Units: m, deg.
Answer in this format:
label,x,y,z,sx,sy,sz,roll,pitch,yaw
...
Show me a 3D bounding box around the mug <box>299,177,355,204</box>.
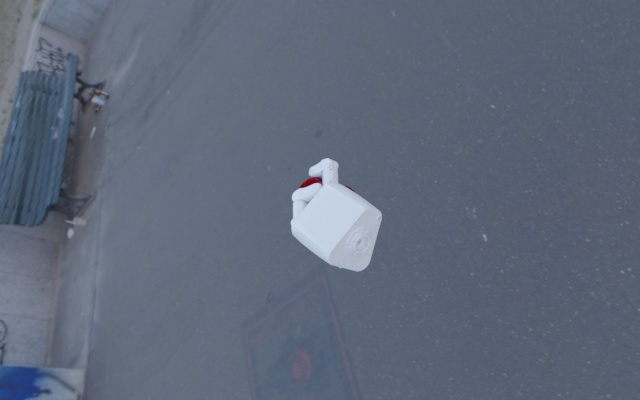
label,x,y,z,sx,sy,sz,roll,pitch,yaw
mug,-0.001,0.002,0.868,0.081,0.093,0.117,20,8,-40
